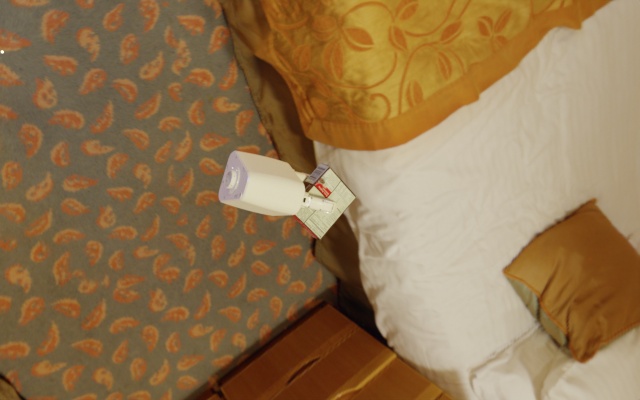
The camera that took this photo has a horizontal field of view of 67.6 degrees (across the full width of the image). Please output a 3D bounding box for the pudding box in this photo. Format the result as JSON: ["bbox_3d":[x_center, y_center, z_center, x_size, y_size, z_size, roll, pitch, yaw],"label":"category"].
[{"bbox_3d":[0.000,0.003,0.882,0.090,0.113,0.039,47,-11,-30],"label":"pudding box"}]
